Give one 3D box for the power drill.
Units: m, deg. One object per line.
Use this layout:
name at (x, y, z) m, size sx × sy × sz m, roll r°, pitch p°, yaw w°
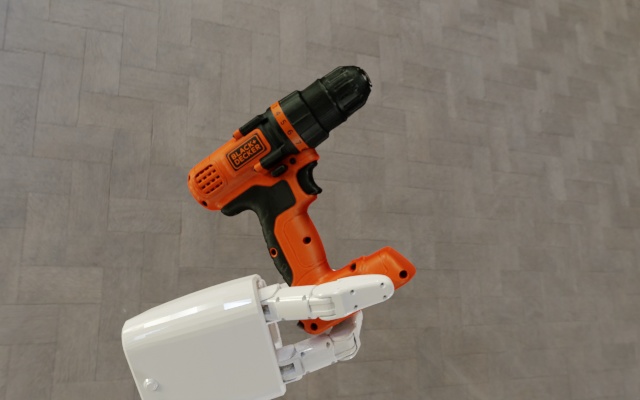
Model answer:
power drill at (0.000, 0.002, 0.409) m, size 0.184 × 0.187 × 0.057 m, roll -34°, pitch -9°, yaw 11°
